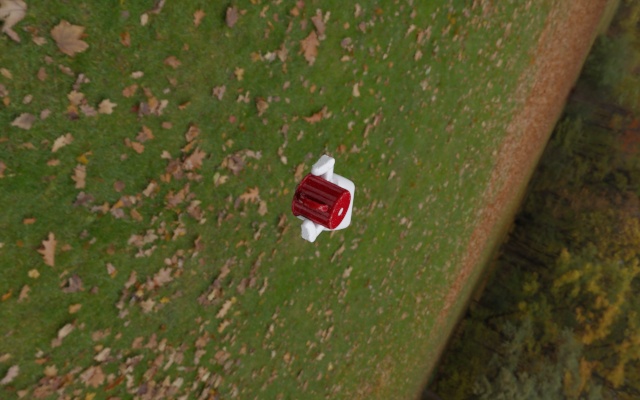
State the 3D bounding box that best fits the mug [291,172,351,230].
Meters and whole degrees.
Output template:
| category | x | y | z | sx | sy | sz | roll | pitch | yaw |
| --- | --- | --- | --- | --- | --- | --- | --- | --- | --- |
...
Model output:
| category | x | y | z | sx | sy | sz | roll | pitch | yaw |
| --- | --- | --- | --- | --- | --- | --- | --- | --- | --- |
| mug | 0.000 | 0.003 | 0.882 | 0.081 | 0.093 | 0.117 | 25 | 7 | 21 |
